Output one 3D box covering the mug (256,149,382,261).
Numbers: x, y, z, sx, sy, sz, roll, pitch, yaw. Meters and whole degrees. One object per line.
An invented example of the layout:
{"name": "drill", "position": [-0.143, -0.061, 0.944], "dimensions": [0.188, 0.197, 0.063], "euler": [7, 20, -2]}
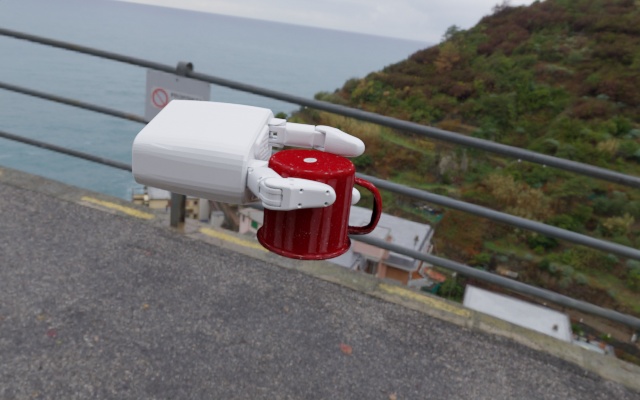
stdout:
{"name": "mug", "position": [0.002, 0.002, 0.453], "dimensions": [0.117, 0.081, 0.093], "euler": [8, 20, 3]}
